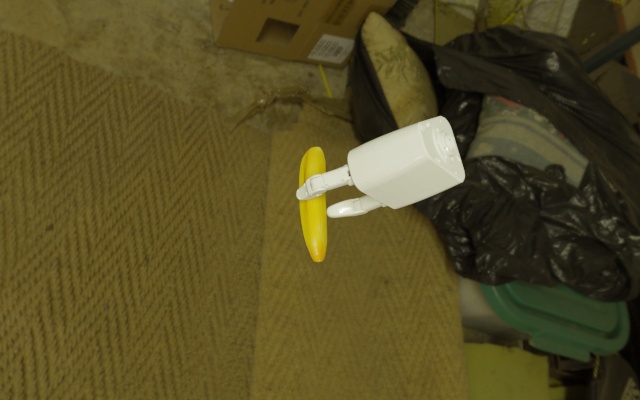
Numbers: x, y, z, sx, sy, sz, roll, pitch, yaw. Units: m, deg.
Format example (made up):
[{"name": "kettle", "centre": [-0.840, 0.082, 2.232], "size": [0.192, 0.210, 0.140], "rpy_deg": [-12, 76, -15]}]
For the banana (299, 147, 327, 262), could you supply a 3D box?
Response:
[{"name": "banana", "centre": [-0.007, -0.010, 0.705], "size": [0.037, 0.197, 0.070], "rpy_deg": [-12, -35, 19]}]
